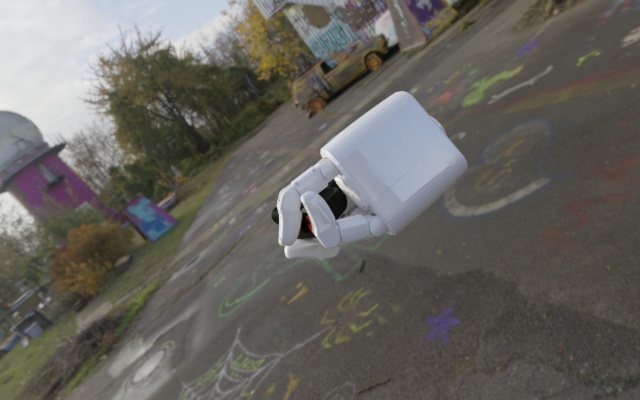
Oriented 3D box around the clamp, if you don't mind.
[{"bbox_3d":[0.000,0.001,0.571,0.120,0.039,0.171,-40,15,-4],"label":"clamp"}]
